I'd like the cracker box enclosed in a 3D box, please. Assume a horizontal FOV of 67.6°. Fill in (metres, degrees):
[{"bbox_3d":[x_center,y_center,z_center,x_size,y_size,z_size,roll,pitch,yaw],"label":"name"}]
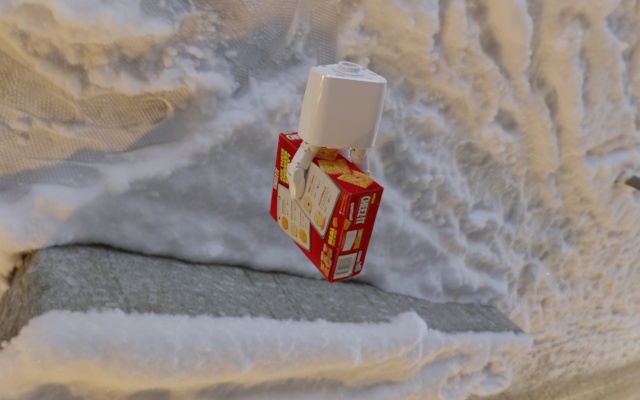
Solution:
[{"bbox_3d":[0.000,0.003,0.784,0.072,0.164,0.213,-9,35,-32],"label":"cracker box"}]
